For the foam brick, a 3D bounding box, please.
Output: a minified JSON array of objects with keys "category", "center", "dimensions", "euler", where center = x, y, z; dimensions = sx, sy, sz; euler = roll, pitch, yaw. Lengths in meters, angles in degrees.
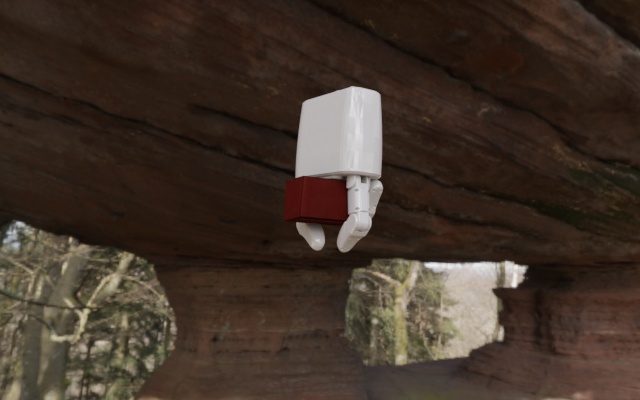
[{"category":"foam brick","center":[0.000,0.002,0.582],"dimensions":[0.078,0.051,0.053],"euler":[6,-7,-27]}]
